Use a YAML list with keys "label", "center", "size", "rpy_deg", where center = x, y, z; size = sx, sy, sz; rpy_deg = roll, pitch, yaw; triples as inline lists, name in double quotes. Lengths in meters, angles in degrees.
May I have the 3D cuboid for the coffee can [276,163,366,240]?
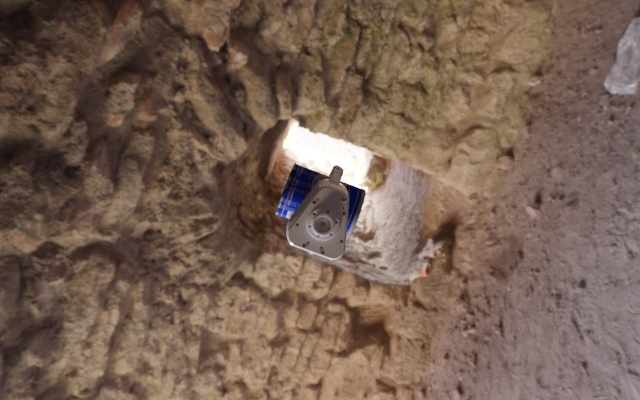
- label: "coffee can"
  center: [0.000, 0.003, 0.883]
  size: [0.140, 0.103, 0.103]
  rpy_deg: [21, -1, -2]
